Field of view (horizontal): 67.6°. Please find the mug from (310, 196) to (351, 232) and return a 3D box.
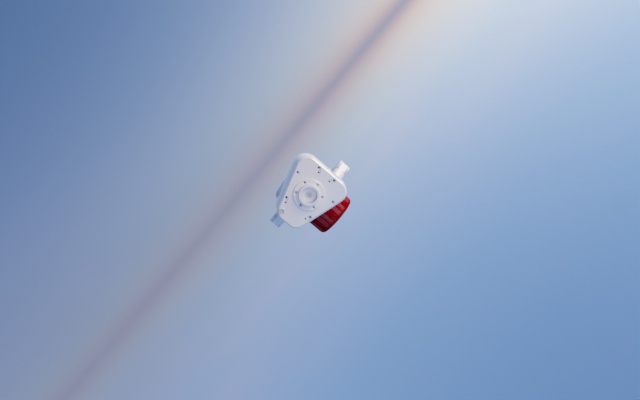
[{"bbox_3d":[0.000,0.003,0.893,0.081,0.093,0.117,41,4,-6],"label":"mug"}]
